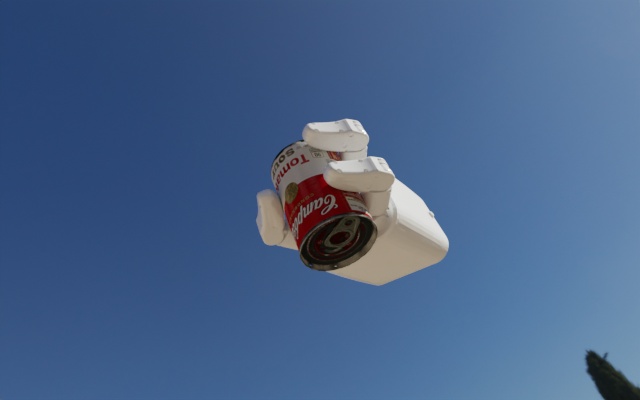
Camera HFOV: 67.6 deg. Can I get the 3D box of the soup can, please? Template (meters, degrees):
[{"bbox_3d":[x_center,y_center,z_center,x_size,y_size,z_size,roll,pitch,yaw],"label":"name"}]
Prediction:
[{"bbox_3d":[0.000,0.001,0.422,0.068,0.068,0.102,0,43,-25],"label":"soup can"}]
